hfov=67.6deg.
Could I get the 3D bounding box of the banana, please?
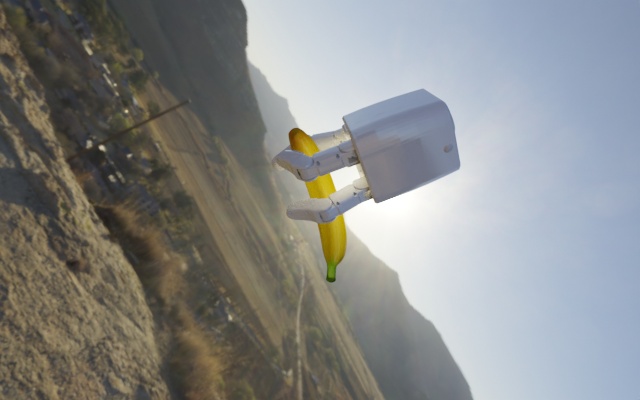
[{"bbox_3d":[0.003,-0.001,0.596,0.037,0.198,0.069,-13,16,9],"label":"banana"}]
